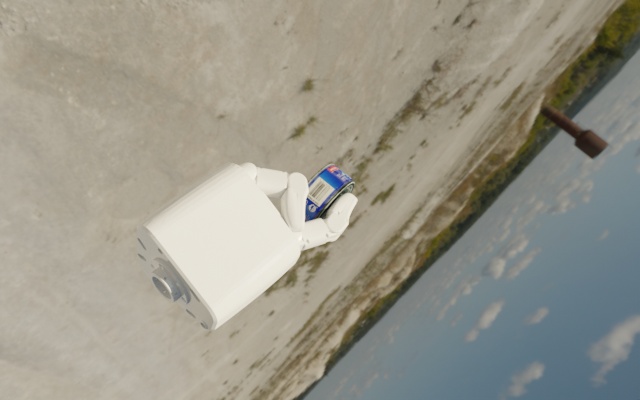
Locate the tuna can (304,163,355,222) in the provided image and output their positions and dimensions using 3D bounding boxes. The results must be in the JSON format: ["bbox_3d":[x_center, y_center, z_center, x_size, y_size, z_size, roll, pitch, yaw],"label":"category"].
[{"bbox_3d":[0.001,0.002,0.537,0.033,0.086,0.086,39,9,11],"label":"tuna can"}]
